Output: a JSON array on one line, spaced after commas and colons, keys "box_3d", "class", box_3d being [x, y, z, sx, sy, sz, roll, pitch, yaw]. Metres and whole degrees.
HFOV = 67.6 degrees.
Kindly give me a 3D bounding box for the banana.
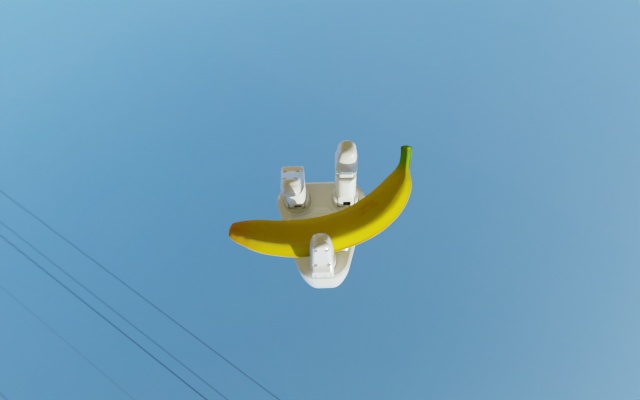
[{"box_3d": [0.011, 0.017, 0.470, 0.198, 0.069, 0.037, -25, -6, -3], "class": "banana"}]
